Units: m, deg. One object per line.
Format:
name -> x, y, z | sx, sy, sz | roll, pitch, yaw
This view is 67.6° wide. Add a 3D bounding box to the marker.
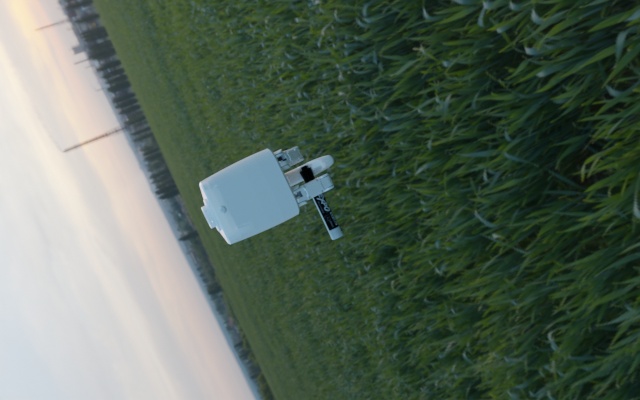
marker -> 0.000, 0.002, 0.730 | 0.020, 0.121, 0.020 | -26, 3, 1
